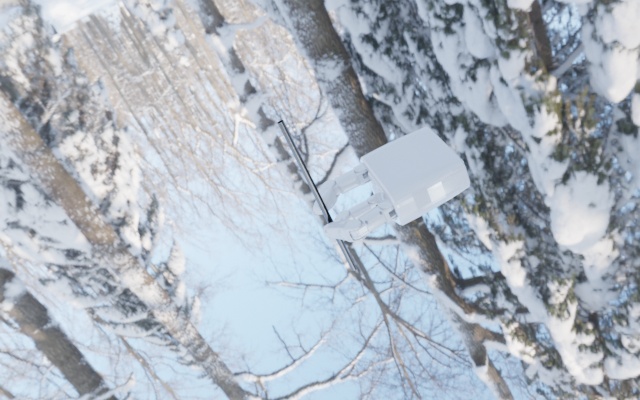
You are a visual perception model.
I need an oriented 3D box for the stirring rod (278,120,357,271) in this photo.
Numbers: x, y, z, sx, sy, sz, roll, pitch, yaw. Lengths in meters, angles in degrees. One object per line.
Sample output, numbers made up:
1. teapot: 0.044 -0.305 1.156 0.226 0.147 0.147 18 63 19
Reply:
1. stirring rod: 0.000 0.002 0.620 0.011 0.240 0.011 -20 29 12
